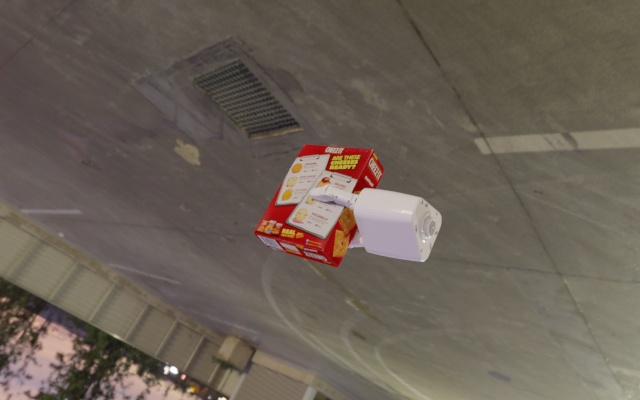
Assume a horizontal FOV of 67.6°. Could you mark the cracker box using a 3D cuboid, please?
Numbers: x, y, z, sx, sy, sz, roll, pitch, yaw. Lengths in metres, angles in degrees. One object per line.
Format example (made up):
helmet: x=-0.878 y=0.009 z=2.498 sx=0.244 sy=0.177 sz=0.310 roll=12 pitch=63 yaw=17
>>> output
cracker box: x=0.000 y=0.003 z=0.880 sx=0.164 sy=0.213 sz=0.072 roll=10 pitch=-29 yaw=37
